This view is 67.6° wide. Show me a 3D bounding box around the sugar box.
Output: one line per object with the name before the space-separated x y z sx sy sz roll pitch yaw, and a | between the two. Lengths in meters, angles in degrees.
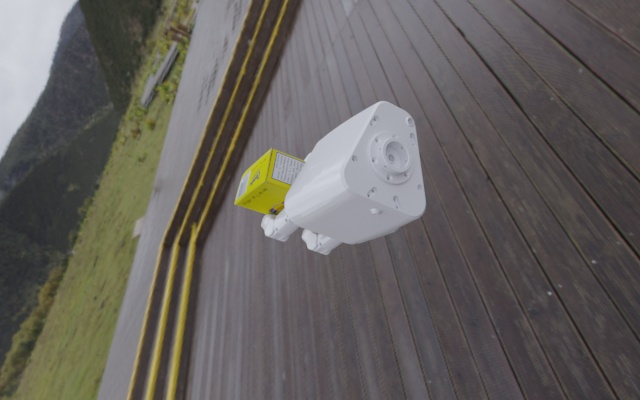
sugar box | 0.000 0.002 0.555 0.176 0.048 0.093 21 -25 -23
